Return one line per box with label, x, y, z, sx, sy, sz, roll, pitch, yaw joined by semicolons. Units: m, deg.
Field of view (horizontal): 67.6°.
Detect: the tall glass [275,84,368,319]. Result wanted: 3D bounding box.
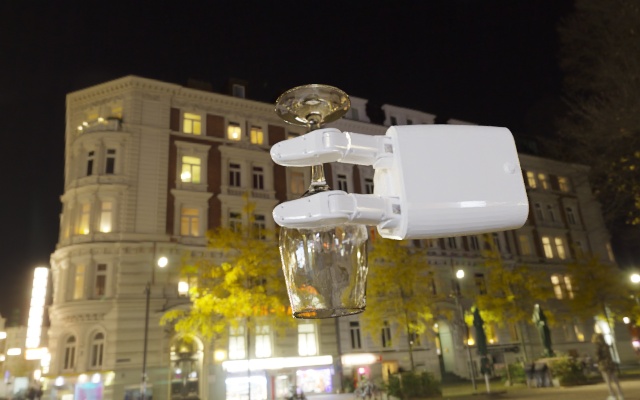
tall glass;0.000;0.001;0.432;0.079;0.201;0.079;-4;-19;-1
